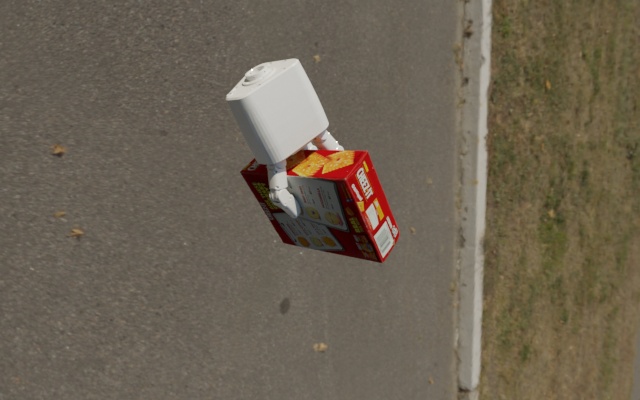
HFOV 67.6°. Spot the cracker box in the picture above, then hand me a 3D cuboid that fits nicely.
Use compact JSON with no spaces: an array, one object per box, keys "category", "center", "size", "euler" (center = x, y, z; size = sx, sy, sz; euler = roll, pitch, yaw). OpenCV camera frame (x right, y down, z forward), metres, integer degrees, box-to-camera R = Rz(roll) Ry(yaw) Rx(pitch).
[{"category":"cracker box","center":[0.000,0.003,0.743],"size":[0.213,0.164,0.072],"euler":[7,45,41]}]
